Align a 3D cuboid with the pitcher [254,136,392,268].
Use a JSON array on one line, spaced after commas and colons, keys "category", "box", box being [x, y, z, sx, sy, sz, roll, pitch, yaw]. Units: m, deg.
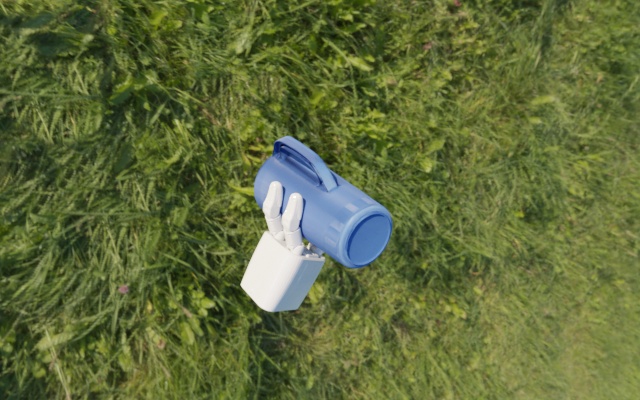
[{"category": "pitcher", "box": [0.000, 0.003, 0.793, 0.149, 0.145, 0.242, 22, 8, -44]}]
